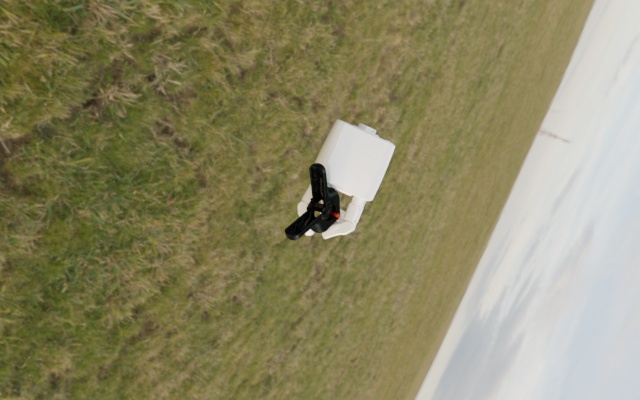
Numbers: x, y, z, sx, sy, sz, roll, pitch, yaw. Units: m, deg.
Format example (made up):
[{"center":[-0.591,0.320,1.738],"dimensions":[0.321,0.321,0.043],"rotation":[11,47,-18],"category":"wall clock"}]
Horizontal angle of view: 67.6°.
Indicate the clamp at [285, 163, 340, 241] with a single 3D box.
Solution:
[{"center":[0.001,0.003,0.770],"dimensions":[0.039,0.120,0.171],"rotation":[27,8,16],"category":"clamp"}]
